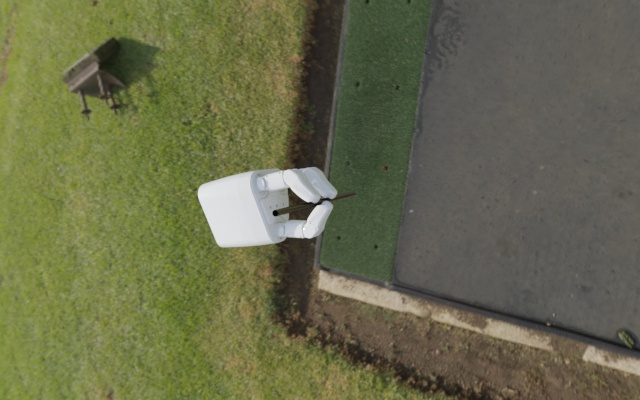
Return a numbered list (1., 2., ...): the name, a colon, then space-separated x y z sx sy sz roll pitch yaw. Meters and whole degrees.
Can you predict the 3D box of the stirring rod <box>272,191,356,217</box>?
1. stirring rod: 0.000 0.002 0.673 0.011 0.011 0.239 0 6 27
